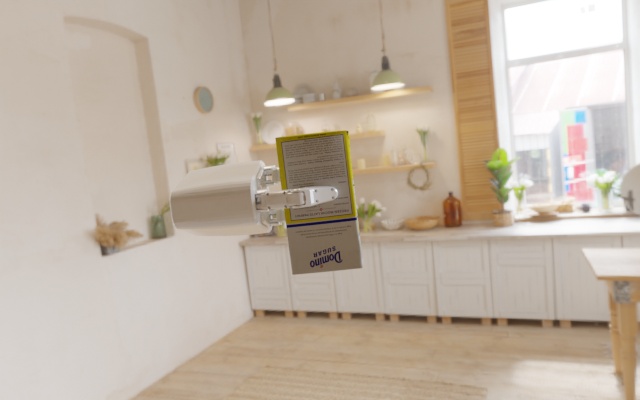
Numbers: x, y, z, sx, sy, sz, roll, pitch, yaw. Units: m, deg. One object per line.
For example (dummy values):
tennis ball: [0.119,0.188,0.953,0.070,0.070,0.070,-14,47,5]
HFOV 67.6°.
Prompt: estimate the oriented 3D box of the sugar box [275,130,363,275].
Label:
sugar box: [0.000,0.002,0.614,0.093,0.176,0.048,-6,6,6]
